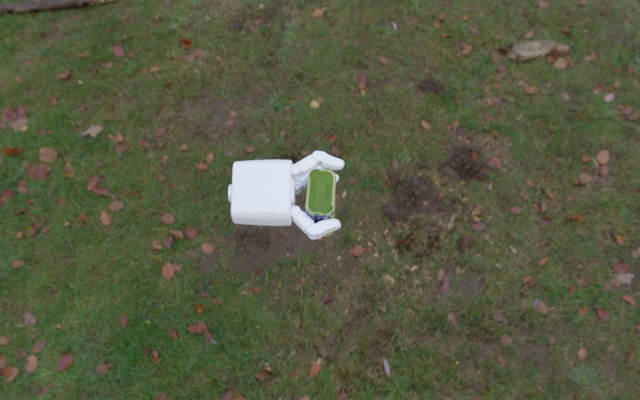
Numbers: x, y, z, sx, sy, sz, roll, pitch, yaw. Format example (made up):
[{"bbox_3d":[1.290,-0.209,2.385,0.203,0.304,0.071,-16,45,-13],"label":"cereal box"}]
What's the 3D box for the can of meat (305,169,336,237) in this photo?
[{"bbox_3d":[0.000,0.003,0.884,0.057,0.102,0.084,3,-29,1],"label":"can of meat"}]
